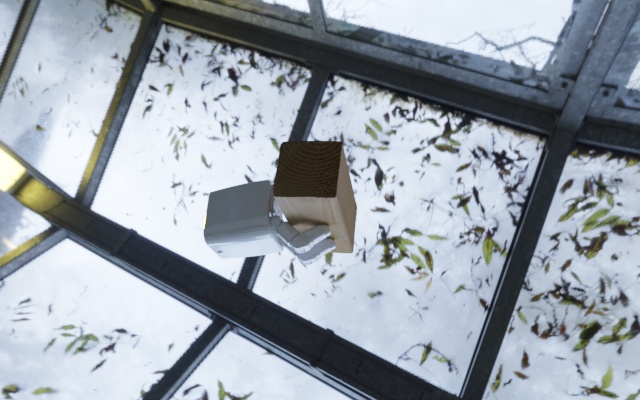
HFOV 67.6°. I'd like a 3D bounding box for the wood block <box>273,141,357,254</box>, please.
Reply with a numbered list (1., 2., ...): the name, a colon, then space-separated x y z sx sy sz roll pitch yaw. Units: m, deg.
1. wood block: 0.000 0.002 0.736 0.090 0.090 0.206 1 -26 11
